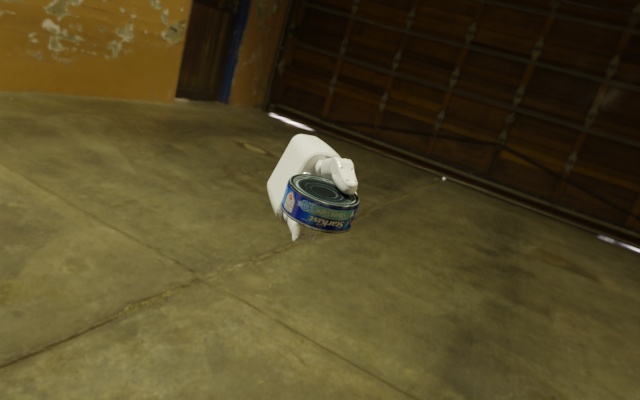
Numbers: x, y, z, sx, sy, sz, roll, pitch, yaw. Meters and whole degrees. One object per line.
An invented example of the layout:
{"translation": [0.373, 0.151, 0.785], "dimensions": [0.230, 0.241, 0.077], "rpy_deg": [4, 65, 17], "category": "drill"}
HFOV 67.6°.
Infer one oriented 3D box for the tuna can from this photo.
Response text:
{"translation": [0.000, 0.001, 0.540], "dimensions": [0.086, 0.034, 0.086], "rpy_deg": [16, 21, -6], "category": "tuna can"}
